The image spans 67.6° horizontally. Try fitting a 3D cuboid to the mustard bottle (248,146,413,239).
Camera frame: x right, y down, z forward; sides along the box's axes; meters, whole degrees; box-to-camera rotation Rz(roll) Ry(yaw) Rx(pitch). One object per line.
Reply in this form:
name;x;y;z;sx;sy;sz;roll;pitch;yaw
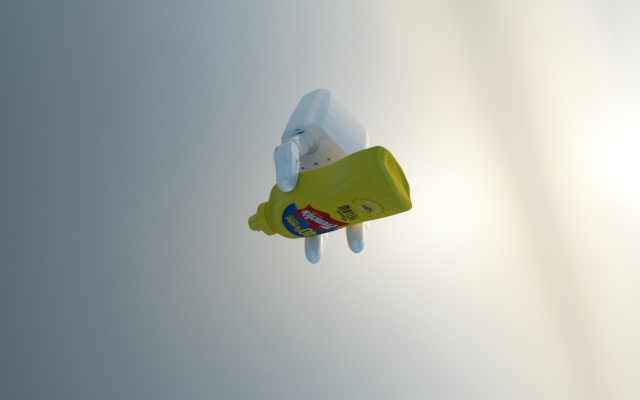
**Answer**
mustard bottle;0.000;0.002;0.545;0.191;0.058;0.096;-17;-33;23
